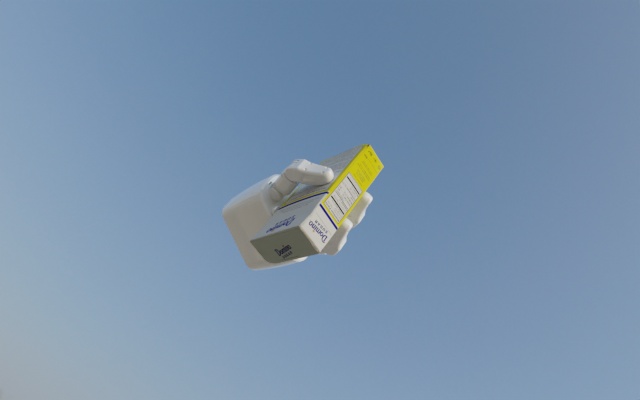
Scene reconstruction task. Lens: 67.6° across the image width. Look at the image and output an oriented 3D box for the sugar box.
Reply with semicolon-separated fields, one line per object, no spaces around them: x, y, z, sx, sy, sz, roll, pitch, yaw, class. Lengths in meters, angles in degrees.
0.000;0.002;0.586;0.093;0.048;0.176;-18;26;45;sugar box
